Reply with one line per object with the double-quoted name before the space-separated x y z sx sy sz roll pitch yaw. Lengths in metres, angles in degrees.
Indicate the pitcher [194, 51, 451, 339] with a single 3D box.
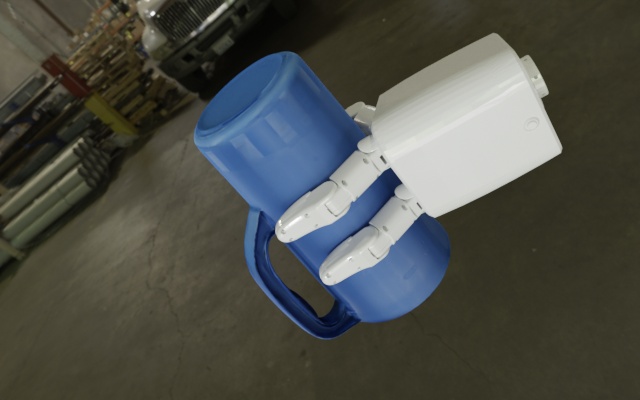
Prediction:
"pitcher" 0.000 0.001 0.428 0.145 0.243 0.149 -28 33 23
